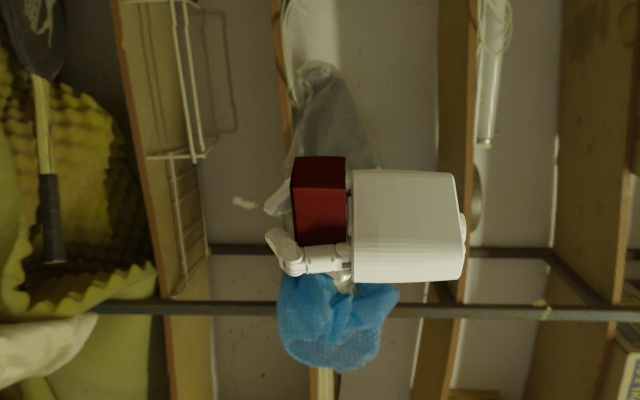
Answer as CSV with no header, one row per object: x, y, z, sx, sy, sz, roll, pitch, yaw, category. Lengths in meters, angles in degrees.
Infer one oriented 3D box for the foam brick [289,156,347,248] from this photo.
0.000,0.001,0.469,0.051,0.078,0.053,0,40,4,foam brick
